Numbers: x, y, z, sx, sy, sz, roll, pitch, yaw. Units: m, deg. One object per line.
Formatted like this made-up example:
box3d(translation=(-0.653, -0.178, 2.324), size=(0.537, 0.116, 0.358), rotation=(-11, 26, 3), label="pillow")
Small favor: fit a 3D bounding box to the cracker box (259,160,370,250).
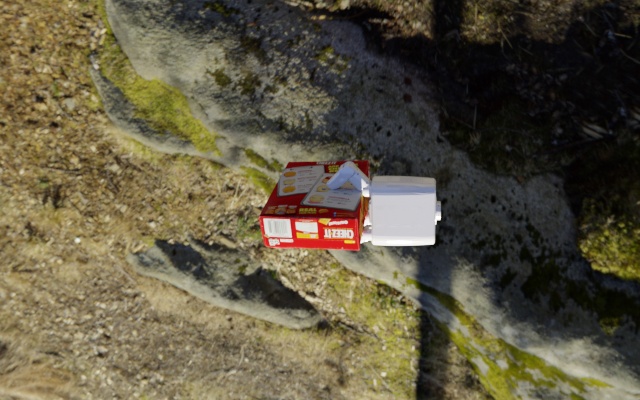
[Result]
box3d(translation=(0.000, 0.003, 0.859), size=(0.164, 0.072, 0.213), rotation=(0, 29, 11), label="cracker box")
